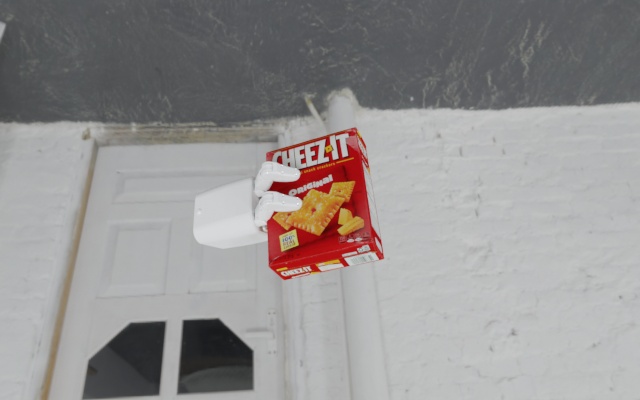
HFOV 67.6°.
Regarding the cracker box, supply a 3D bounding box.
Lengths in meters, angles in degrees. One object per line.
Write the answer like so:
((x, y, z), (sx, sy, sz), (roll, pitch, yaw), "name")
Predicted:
((0.000, 0.003, 0.754), (0.164, 0.213, 0.072), (-14, -32, 14), "cracker box")
